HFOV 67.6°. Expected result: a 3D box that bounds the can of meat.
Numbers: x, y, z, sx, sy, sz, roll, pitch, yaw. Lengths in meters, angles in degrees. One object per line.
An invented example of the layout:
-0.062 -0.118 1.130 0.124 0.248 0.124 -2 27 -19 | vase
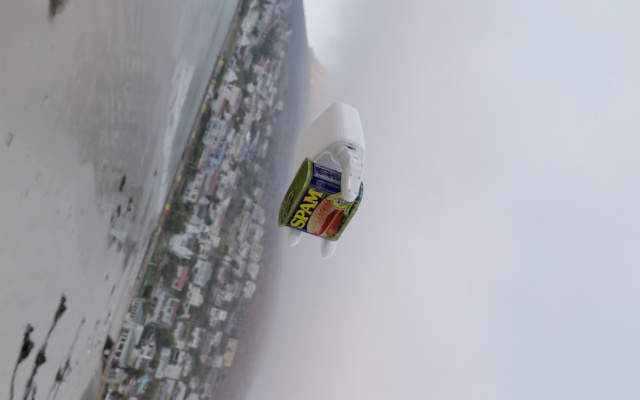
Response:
0.000 0.002 0.651 0.084 0.102 0.057 19 36 -17 | can of meat
